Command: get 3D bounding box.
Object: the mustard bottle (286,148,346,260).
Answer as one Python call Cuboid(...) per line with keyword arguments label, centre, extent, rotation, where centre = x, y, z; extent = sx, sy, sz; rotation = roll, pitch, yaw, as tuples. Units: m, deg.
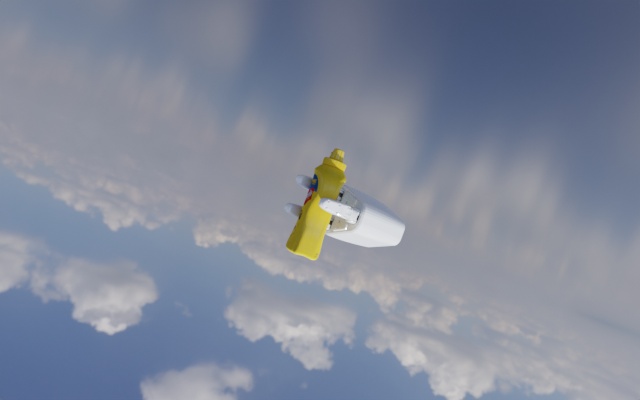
Cuboid(label="mustard bottle", centre=(0.000, 0.003, 0.820), extent=(0.058, 0.191, 0.096), rotation=(21, -2, -6))
